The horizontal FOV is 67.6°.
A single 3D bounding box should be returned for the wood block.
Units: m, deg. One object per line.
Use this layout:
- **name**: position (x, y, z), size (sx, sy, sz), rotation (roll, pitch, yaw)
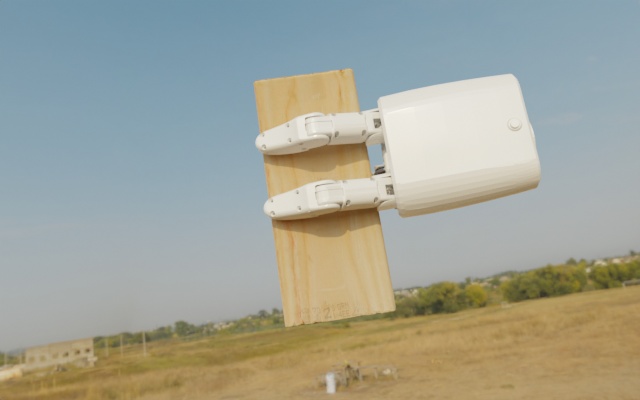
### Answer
- **wood block**: position (0.000, 0.001, 0.429), size (0.090, 0.206, 0.091), rotation (-8, -13, -2)
